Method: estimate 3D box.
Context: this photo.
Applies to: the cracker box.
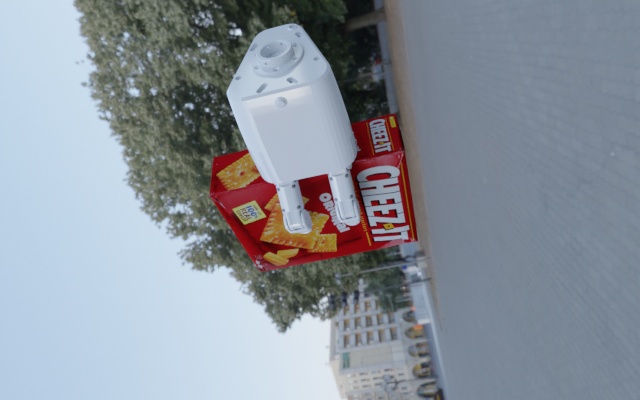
[{"bbox_3d":[0.000,0.002,0.571,0.214,0.072,0.164,-12,-42,8],"label":"cracker box"}]
